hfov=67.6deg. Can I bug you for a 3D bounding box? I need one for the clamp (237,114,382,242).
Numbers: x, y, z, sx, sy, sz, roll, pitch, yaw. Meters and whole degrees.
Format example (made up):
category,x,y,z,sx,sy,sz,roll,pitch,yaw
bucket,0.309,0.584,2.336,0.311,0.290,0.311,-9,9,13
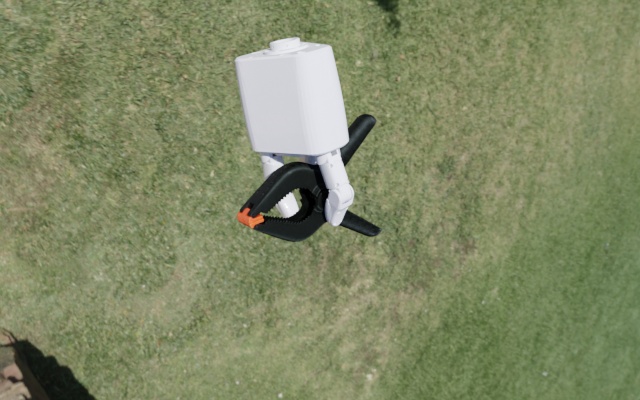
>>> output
category,x,y,z,sx,sy,sz,roll,pitch,yaw
clamp,0.000,0.002,0.578,0.210,0.165,0.036,-27,27,-32
